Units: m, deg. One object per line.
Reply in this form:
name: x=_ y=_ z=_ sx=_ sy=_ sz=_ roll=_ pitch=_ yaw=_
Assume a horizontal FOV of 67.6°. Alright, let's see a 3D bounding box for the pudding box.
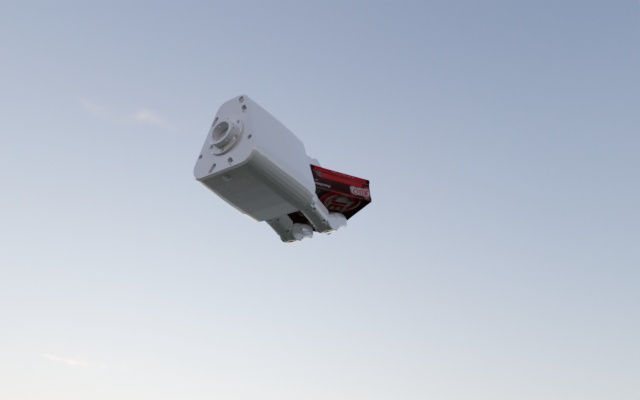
pudding box: x=0.000 y=0.002 z=0.634 sx=0.090 sy=0.039 sz=0.113 roll=14 pitch=-31 yaw=-25
